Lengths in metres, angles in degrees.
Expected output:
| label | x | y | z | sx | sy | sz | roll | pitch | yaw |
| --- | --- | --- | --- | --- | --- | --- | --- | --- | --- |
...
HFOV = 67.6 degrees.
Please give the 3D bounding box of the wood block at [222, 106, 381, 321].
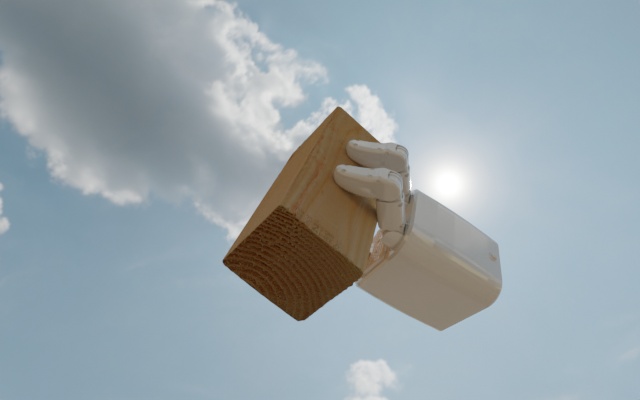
| label | x | y | z | sx | sy | sz | roll | pitch | yaw |
| --- | --- | --- | --- | --- | --- | --- | --- | --- | --- |
| wood block | 0.000 | 0.002 | 0.470 | 0.091 | 0.090 | 0.206 | -44 | 12 | 33 |
